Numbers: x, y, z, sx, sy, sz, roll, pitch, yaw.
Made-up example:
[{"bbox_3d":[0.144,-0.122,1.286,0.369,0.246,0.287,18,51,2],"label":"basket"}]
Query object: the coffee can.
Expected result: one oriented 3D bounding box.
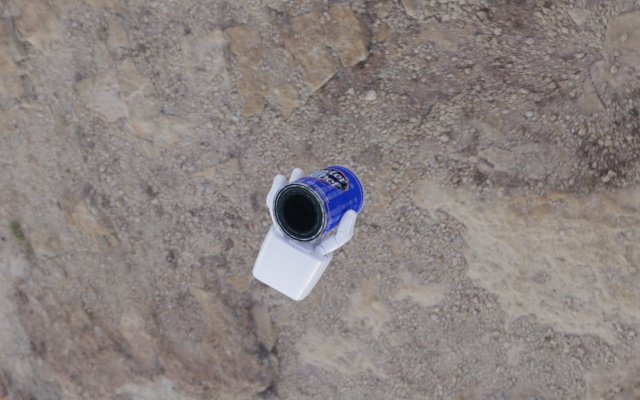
[{"bbox_3d":[0.000,0.003,0.810,0.103,0.103,0.140,0,15,31],"label":"coffee can"}]
